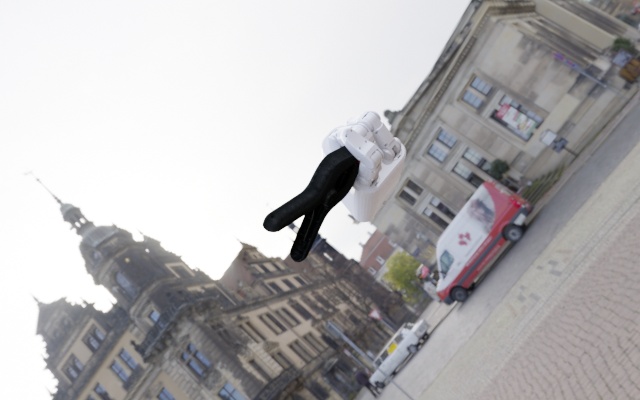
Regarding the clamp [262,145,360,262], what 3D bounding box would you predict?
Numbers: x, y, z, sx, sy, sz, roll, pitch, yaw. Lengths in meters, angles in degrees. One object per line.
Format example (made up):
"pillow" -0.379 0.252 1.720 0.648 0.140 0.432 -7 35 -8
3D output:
"clamp" 0.000 0.002 0.614 0.039 0.171 0.120 37 -20 23
